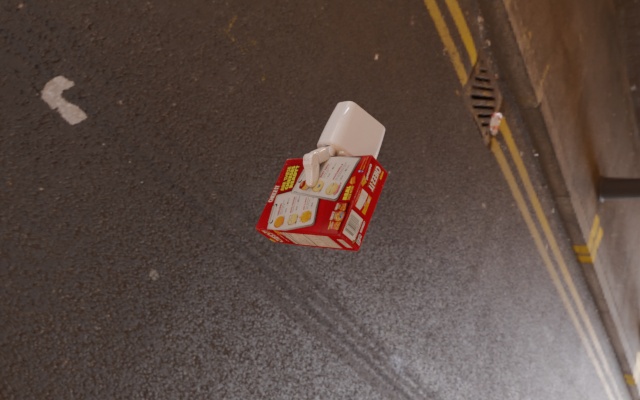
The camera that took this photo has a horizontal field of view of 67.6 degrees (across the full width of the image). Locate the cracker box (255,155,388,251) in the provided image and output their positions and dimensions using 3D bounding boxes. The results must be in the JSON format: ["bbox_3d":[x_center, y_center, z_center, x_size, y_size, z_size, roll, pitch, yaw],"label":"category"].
[{"bbox_3d":[0.000,0.003,0.887,0.213,0.164,0.072,1,-31,42],"label":"cracker box"}]
